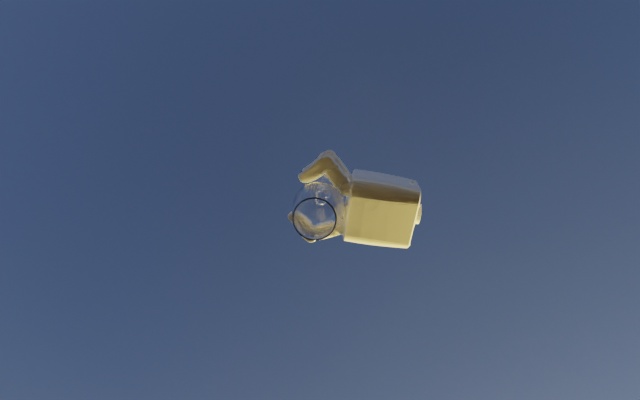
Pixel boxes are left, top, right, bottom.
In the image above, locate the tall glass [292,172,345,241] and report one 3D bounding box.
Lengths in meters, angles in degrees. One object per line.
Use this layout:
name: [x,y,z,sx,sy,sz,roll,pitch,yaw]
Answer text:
tall glass: [0.000,0.002,0.750,0.079,0.079,0.201,0,14,5]
